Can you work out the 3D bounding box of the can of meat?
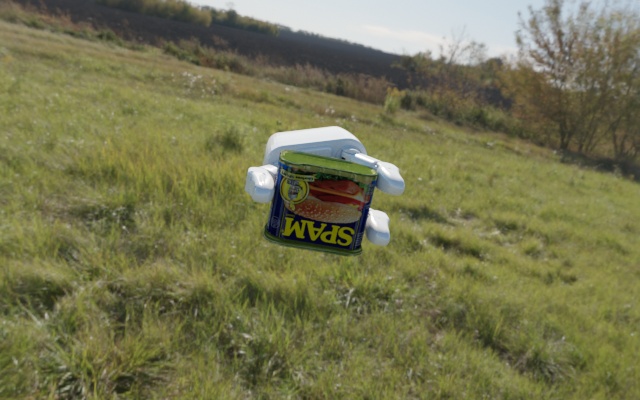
[{"bbox_3d":[0.000,0.001,0.474,0.102,0.084,0.057,10,17,-7],"label":"can of meat"}]
